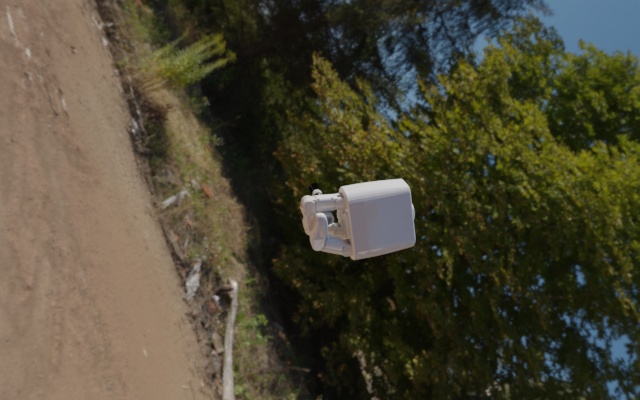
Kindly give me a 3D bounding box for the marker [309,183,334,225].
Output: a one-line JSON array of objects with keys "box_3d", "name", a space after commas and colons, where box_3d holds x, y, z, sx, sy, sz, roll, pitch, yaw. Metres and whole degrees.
[{"box_3d": [0.000, 0.003, 0.790, 0.020, 0.020, 0.121, 0, 28, -14], "name": "marker"}]
